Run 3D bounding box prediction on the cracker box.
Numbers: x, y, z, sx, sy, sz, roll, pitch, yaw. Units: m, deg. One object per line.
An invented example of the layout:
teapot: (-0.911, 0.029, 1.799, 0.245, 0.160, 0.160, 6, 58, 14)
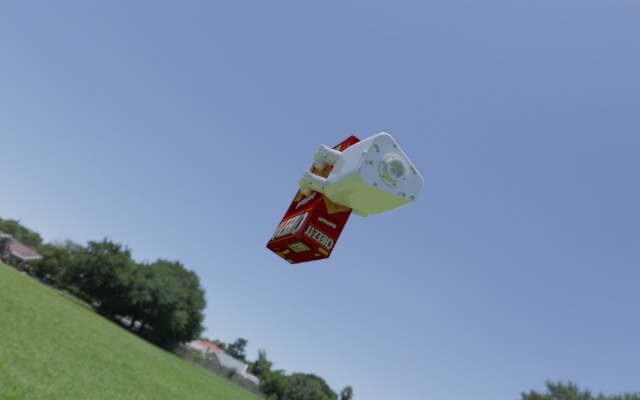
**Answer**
cracker box: (0.000, 0.003, 0.860, 0.072, 0.213, 0.164, 35, -23, -15)
